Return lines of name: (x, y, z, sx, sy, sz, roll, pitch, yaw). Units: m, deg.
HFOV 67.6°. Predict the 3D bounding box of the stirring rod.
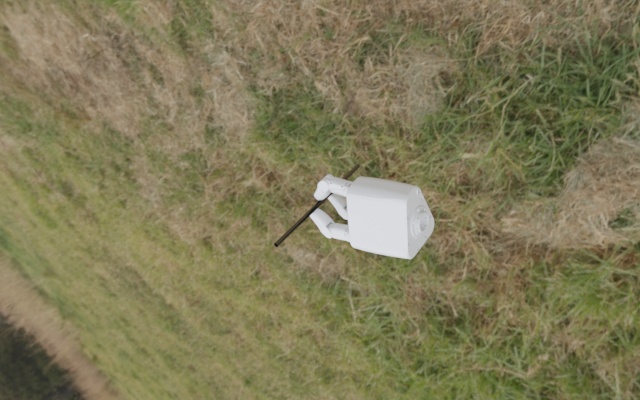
stirring rod: (0.000, 0.003, 0.820, 0.011, 0.011, 0.239, 0, 34, 45)
